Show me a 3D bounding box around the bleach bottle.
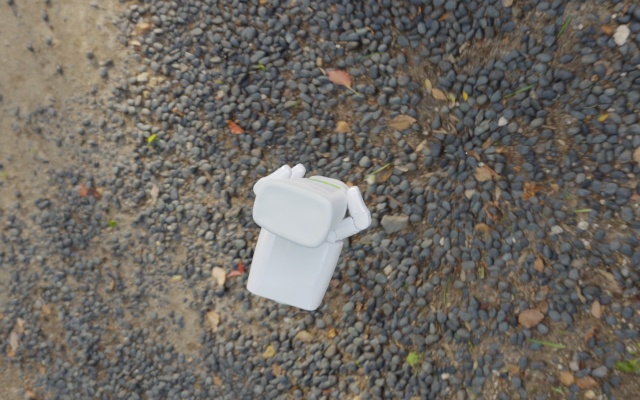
[{"bbox_3d":[0.000,0.002,0.675,0.102,0.068,0.251,21,11,14],"label":"bleach bottle"}]
